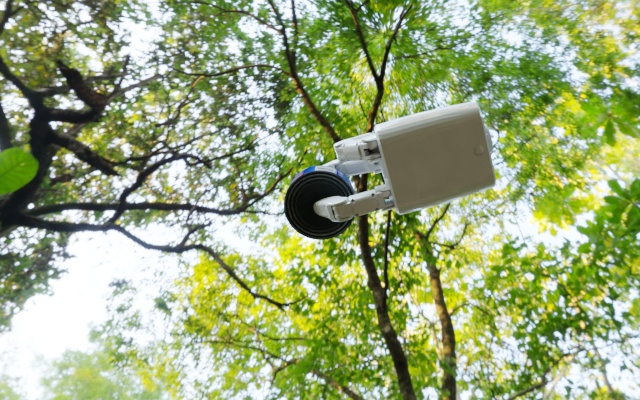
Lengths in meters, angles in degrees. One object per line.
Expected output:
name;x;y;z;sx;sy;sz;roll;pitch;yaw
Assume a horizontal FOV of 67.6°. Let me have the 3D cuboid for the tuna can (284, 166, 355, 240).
tuna can;0.000;0.002;0.574;0.086;0.086;0.033;0;17;2
